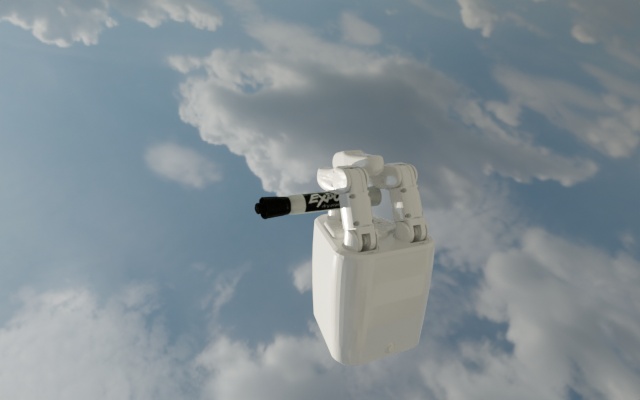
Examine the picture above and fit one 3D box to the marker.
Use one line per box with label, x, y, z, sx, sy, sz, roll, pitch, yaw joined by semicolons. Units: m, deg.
marker;0.000;0.001;0.422;0.121;0.020;0.020;-6;3;-28
